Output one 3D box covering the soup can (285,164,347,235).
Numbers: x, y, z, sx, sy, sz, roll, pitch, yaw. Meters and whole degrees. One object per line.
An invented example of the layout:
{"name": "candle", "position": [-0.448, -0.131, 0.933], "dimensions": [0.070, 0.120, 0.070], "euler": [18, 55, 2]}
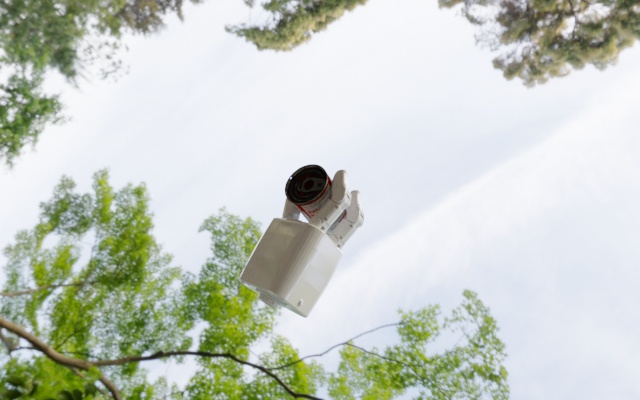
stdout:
{"name": "soup can", "position": [0.000, 0.002, 0.714], "dimensions": [0.068, 0.068, 0.102], "euler": [0, -32, 30]}
